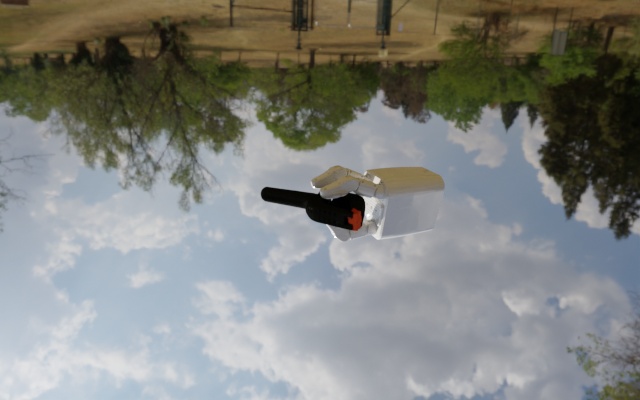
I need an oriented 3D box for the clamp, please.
[{"bbox_3d":[0.001,0.003,0.765,0.164,0.036,0.210,-9,20,-16],"label":"clamp"}]
